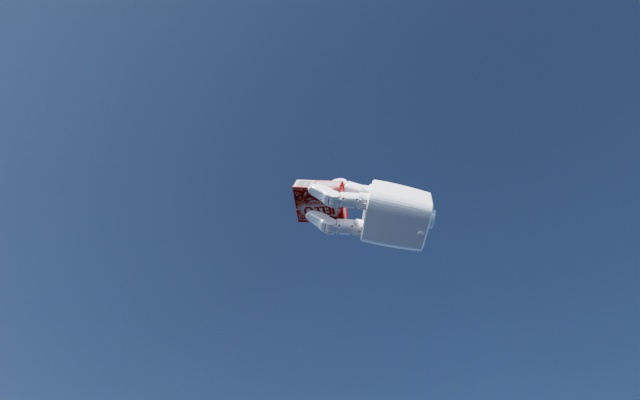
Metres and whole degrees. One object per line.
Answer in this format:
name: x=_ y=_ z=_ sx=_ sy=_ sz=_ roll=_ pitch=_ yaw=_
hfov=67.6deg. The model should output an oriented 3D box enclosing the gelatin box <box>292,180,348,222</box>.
gelatin box: x=0.000 y=0.002 z=0.834 sx=0.089 sy=0.073 sz=0.030 roll=2 pitch=32 yaw=18
